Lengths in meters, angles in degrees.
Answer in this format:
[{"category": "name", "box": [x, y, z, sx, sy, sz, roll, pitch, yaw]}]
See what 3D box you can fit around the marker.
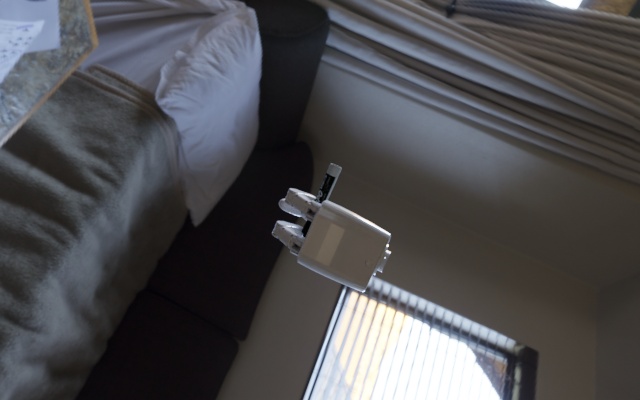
[{"category": "marker", "box": [0.000, 0.002, 0.723, 0.020, 0.121, 0.020, 22, 12, -5]}]
